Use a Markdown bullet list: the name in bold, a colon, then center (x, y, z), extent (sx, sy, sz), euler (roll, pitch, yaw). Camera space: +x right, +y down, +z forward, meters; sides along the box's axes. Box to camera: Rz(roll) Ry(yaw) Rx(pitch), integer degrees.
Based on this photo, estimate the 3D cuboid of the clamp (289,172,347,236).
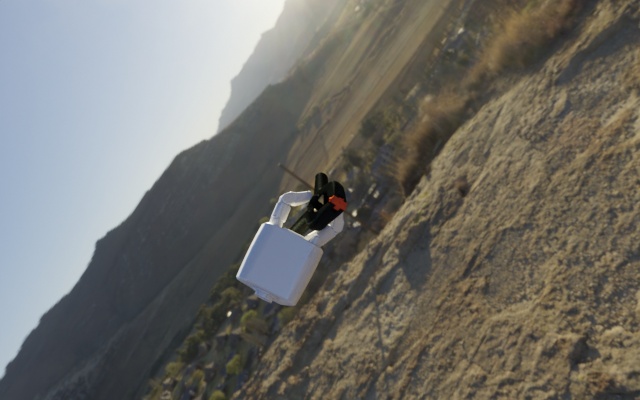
- **clamp**: center (0.000, 0.003, 0.860), extent (0.036, 0.164, 0.210), euler (31, -20, -15)
